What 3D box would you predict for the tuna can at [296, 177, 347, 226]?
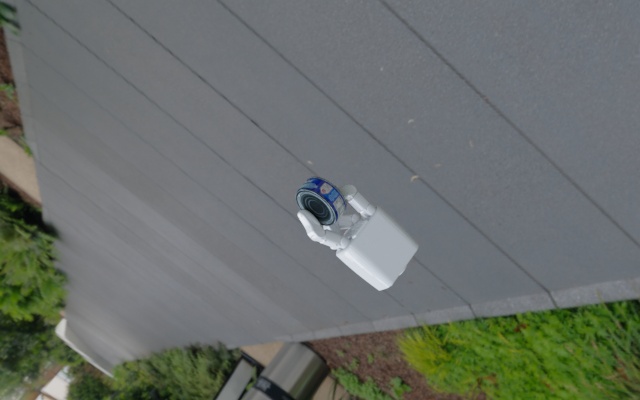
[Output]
[{"bbox_3d":[0.000,0.003,0.812,0.086,0.086,0.033,0,41,48],"label":"tuna can"}]
